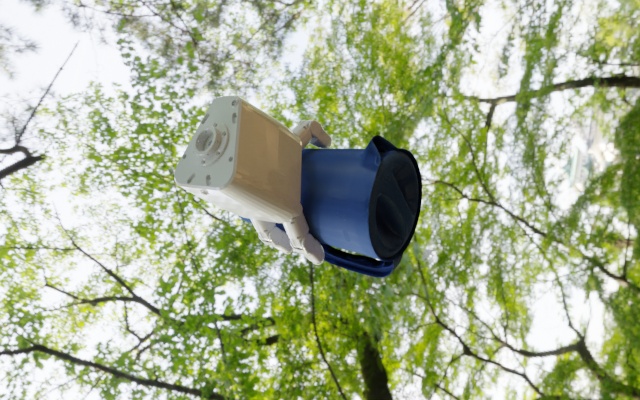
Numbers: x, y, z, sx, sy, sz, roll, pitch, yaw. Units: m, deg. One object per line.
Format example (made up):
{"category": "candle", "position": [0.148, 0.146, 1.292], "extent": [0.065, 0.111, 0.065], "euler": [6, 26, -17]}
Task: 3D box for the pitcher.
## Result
{"category": "pitcher", "position": [0.000, 0.002, 0.626], "extent": [0.243, 0.149, 0.145], "euler": [8, -13, 36]}
